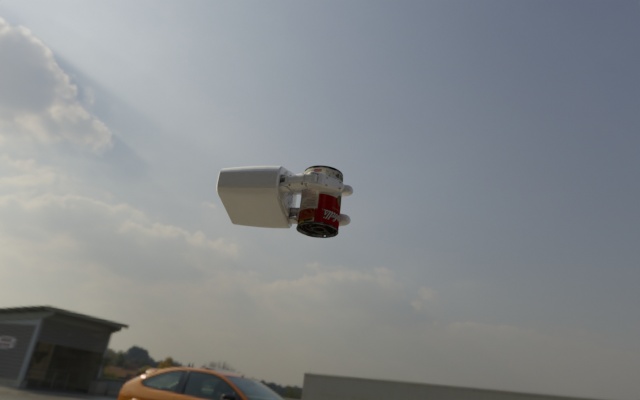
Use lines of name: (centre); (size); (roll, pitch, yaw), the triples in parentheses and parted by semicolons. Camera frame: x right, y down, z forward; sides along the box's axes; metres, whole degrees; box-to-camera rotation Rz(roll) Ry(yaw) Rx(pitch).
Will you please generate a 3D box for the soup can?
soup can: (0.001, 0.002, 0.778); (0.068, 0.102, 0.068); (6, -23, 2)
